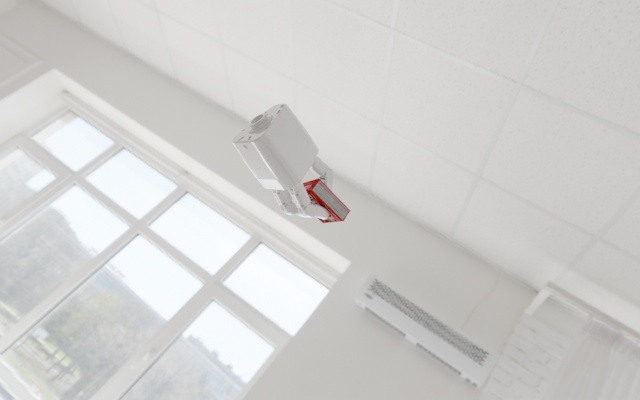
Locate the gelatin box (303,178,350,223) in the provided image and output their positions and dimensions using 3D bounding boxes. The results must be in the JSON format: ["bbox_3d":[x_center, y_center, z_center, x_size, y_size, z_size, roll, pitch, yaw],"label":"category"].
[{"bbox_3d":[0.001,0.003,0.875,0.089,0.030,0.073,44,-25,-19],"label":"gelatin box"}]
